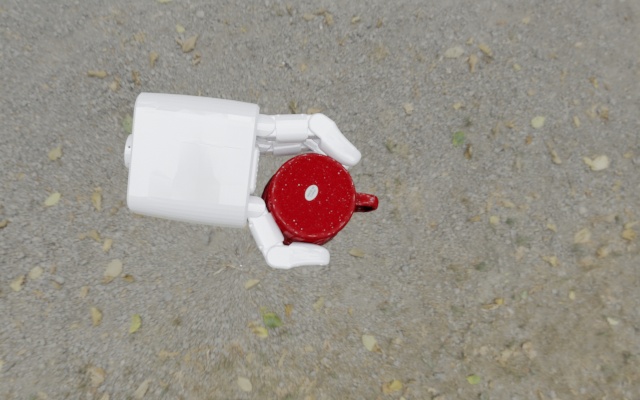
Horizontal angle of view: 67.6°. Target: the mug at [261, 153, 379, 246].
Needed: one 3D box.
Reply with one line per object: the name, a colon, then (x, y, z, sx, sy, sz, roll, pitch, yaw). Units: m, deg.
mug: (0.002, 0.002, 0.473, 0.117, 0.093, 0.081, 5, -8, -8)
